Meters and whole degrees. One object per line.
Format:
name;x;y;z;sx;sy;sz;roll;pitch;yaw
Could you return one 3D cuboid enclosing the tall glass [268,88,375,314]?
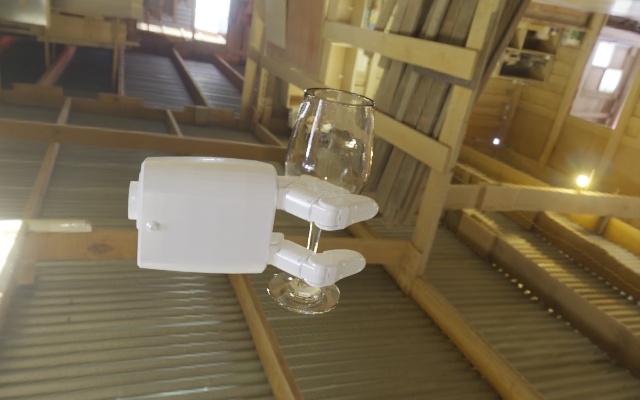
tall glass;0.000;0.002;0.445;0.079;0.201;0.079;9;22;-4
